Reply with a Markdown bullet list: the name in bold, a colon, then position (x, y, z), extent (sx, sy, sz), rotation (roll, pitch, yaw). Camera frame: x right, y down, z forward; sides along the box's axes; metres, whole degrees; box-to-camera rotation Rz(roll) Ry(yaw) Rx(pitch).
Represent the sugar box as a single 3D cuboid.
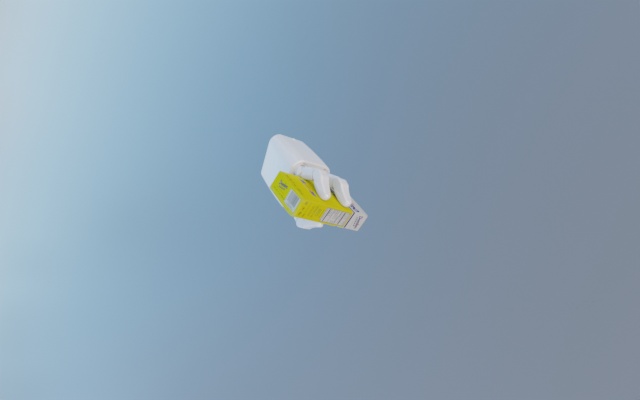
- **sugar box**: position (0.000, 0.002, 0.892), extent (0.176, 0.048, 0.093), rotation (11, 29, -44)
